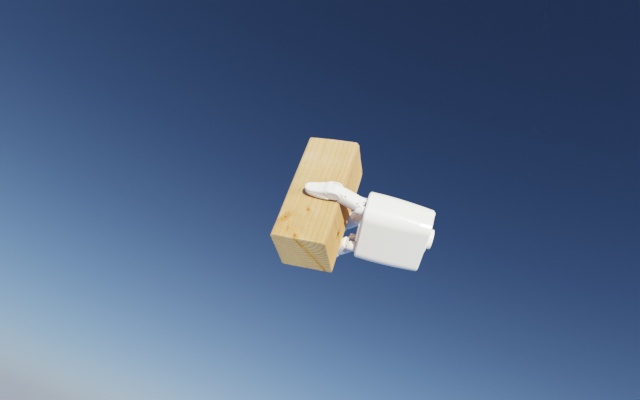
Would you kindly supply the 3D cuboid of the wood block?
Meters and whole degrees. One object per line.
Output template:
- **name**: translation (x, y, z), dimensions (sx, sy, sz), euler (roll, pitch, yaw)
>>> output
- **wood block**: translation (0.000, 0.003, 0.800), dimensions (0.090, 0.206, 0.091), euler (9, -34, 16)
